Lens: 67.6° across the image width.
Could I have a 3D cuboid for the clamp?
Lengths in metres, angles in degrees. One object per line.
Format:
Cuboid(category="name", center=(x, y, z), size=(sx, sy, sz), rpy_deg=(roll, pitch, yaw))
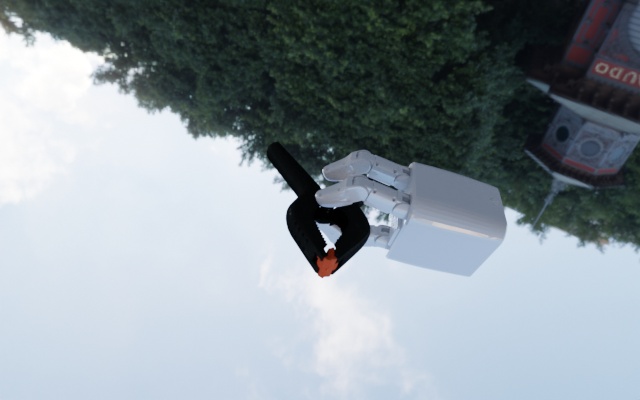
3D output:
Cuboid(category="clamp", center=(0.000, 0.003, 0.552), size=(0.164, 0.036, 0.209), rpy_deg=(16, 36, -1))
